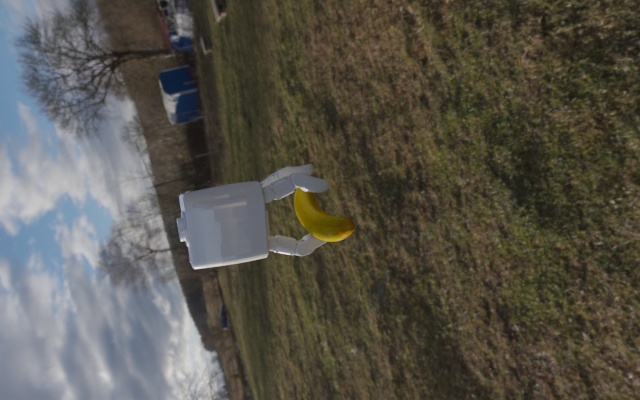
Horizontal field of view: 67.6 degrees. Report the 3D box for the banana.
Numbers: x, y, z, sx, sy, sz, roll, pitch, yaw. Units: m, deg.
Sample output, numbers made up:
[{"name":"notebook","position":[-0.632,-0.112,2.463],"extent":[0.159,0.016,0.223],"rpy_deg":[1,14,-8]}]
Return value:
[{"name":"banana","position":[-0.004,0.018,0.701],"extent":[0.037,0.070,0.197],"rpy_deg":[-1,27,-23]}]
